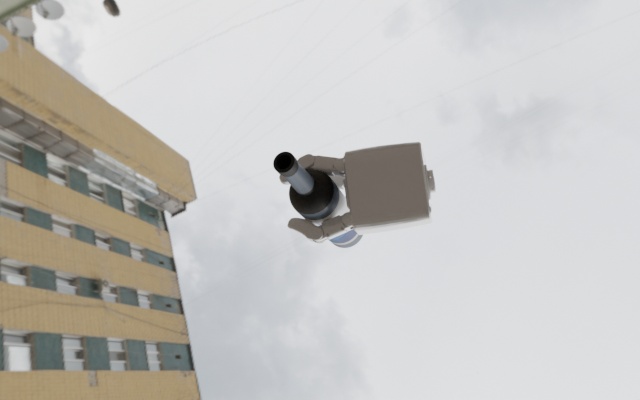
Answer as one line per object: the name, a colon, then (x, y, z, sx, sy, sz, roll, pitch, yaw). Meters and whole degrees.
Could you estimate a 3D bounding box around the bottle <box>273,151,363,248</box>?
bottle: (0.000, 0.002, 0.693, 0.069, 0.069, 0.296, 0, -19, 18)
